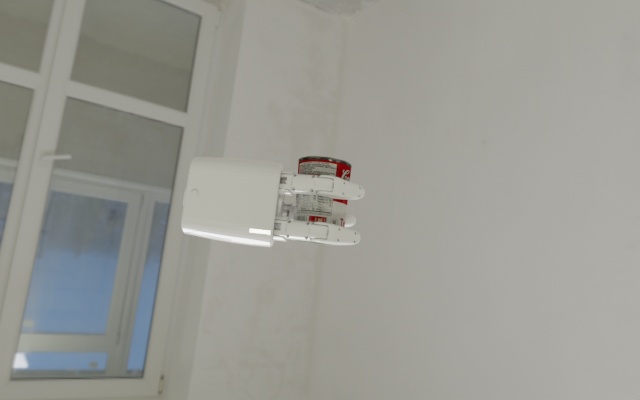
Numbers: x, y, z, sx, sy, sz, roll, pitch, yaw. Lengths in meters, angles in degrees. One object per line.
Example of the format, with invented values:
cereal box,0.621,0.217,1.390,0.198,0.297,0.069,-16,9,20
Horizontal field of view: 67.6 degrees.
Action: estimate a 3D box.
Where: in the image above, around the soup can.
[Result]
soup can,0.001,0.002,0.597,0.068,0.102,0.068,7,-8,1
